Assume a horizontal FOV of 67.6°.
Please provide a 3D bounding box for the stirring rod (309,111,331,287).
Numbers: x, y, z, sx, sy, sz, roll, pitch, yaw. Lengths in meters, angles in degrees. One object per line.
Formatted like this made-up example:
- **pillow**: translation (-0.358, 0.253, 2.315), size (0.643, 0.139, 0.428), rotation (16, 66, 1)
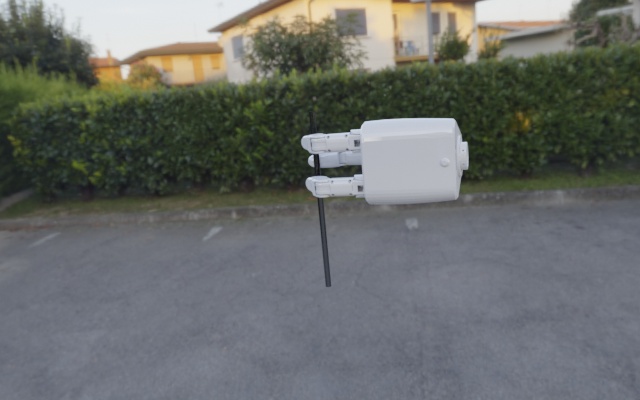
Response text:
- **stirring rod**: translation (0.000, 0.002, 0.642), size (0.011, 0.239, 0.011), rotation (-5, 12, 1)
